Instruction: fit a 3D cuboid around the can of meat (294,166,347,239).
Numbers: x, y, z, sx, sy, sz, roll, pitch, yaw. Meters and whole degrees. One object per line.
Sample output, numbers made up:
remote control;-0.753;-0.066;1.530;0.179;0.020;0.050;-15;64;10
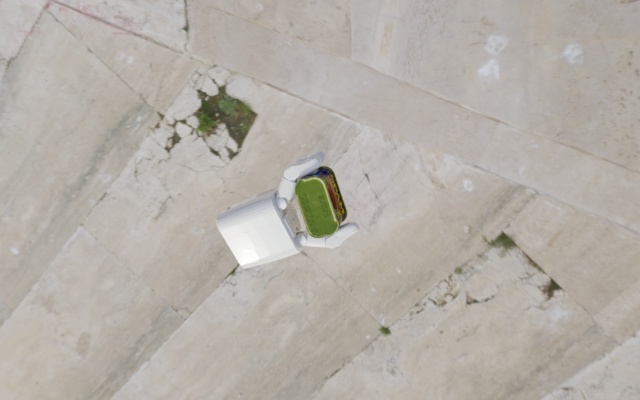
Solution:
can of meat;0.000;0.003;0.757;0.057;0.102;0.084;-16;9;13
